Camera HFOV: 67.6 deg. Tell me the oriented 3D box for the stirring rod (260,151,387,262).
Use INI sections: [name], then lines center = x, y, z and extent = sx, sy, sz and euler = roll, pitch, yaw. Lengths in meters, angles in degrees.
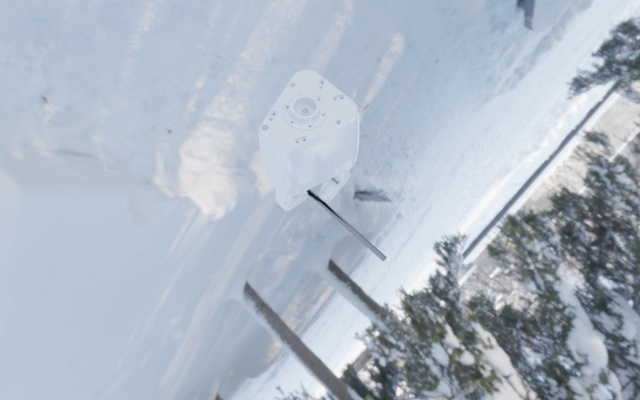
[stirring rod]
center = 0.000, 0.002, 0.671
extent = 0.239, 0.011, 0.011
euler = 42, 14, 17
